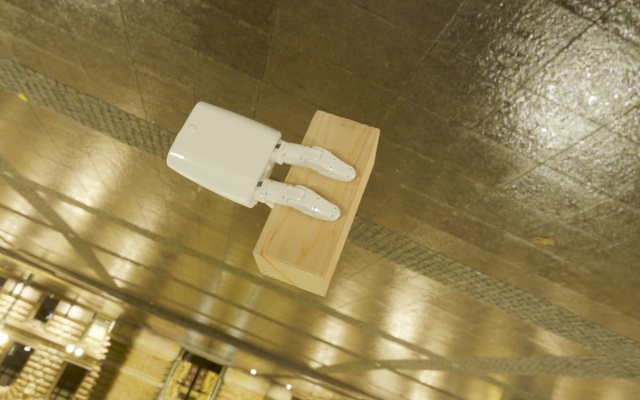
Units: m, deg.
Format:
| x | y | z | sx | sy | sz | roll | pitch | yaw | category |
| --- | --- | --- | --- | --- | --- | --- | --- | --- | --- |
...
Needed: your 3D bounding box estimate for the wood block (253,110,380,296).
| x | y | z | sx | sy | sz | roll | pitch | yaw | category |
| --- | --- | --- | --- | --- | --- | --- | --- | --- | --- |
| 0.000 | 0.002 | 0.609 | 0.090 | 0.206 | 0.091 | 19 | -23 | 8 | wood block |
